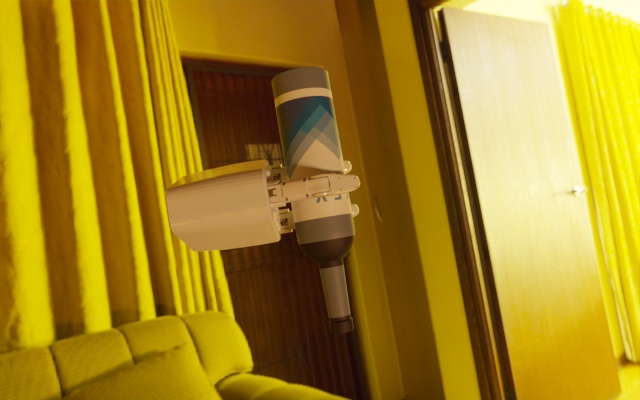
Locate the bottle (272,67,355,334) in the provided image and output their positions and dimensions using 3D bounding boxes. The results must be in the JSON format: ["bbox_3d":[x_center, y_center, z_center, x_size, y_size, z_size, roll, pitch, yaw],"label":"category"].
[{"bbox_3d":[0.000,0.002,0.545,0.069,0.295,0.069,-9,-4,-1],"label":"bottle"}]
